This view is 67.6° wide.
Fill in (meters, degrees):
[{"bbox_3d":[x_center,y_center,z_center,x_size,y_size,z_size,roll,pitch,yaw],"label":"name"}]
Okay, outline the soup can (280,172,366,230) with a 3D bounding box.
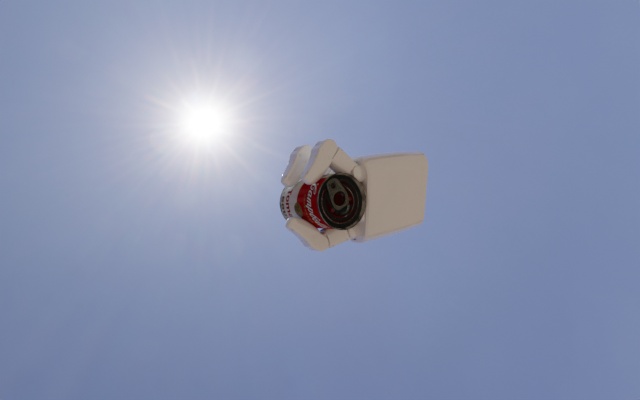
[{"bbox_3d":[0.000,0.002,0.599,0.068,0.068,0.102,0,-1,-31],"label":"soup can"}]
